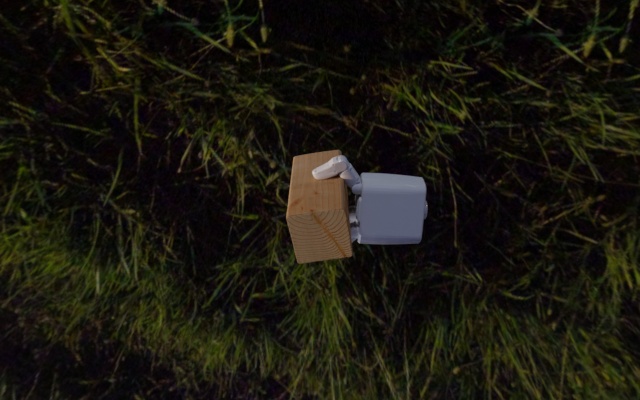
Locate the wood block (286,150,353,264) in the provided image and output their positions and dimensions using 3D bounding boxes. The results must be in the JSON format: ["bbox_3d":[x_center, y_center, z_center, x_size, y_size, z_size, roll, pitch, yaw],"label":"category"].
[{"bbox_3d":[0.000,0.002,0.805,0.090,0.091,0.206,-8,30,5],"label":"wood block"}]
